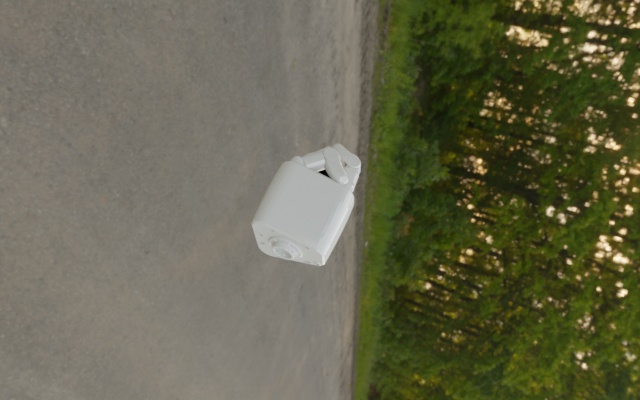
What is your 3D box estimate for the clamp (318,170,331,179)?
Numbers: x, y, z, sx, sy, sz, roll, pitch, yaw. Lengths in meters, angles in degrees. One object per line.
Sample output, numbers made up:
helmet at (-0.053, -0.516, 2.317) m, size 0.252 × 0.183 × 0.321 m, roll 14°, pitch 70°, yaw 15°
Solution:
clamp at (0.001, 0.003, 0.766) m, size 0.039 × 0.120 × 0.172 m, roll 18°, pitch -31°, yaw 14°
